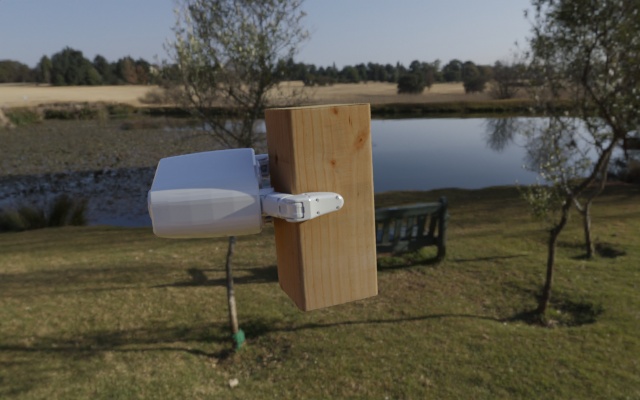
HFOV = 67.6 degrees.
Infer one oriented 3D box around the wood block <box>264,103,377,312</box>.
[{"bbox_3d":[0.000,0.002,0.522,0.090,0.206,0.091,-8,13,-20],"label":"wood block"}]
